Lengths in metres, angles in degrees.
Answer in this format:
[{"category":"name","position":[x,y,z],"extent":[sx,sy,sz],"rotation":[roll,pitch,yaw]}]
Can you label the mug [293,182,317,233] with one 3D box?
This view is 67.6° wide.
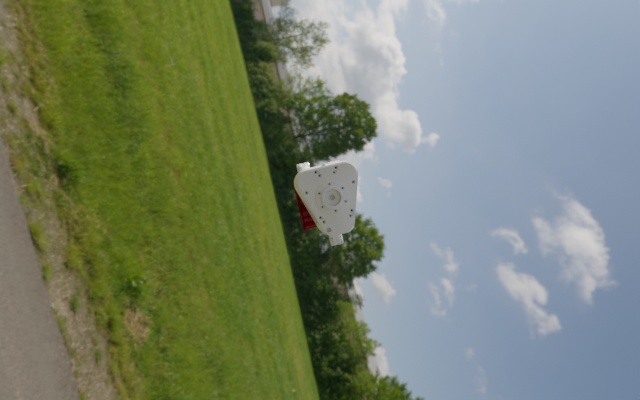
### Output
[{"category":"mug","position":[0.000,0.003,0.859],"extent":[0.081,0.093,0.117],"rotation":[-13,3,-2]}]
